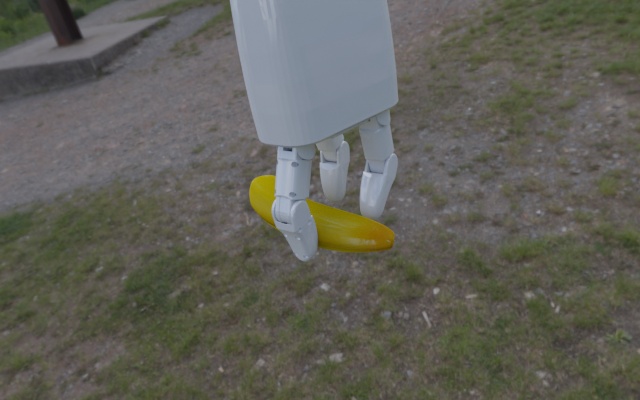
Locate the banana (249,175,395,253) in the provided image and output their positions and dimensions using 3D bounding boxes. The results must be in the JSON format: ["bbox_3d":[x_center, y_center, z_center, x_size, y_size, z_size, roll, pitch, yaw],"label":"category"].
[{"bbox_3d":[-0.018,0.007,0.437,0.069,0.037,0.197,-21,29,-24],"label":"banana"}]
